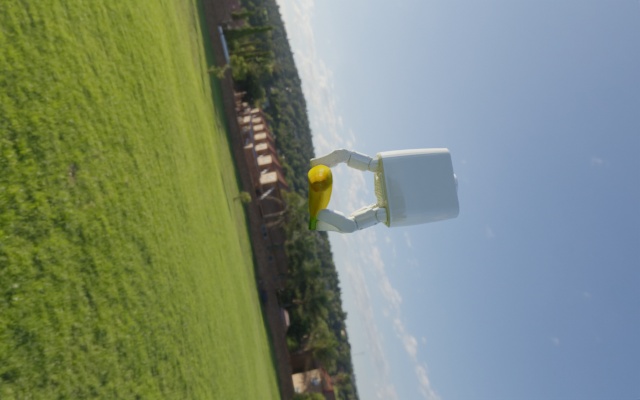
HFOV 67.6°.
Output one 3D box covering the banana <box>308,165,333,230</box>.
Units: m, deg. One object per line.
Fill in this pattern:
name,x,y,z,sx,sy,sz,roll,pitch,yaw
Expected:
banana,0.000,-0.014,0.707,0.037,0.069,0.198,0,-20,-1
